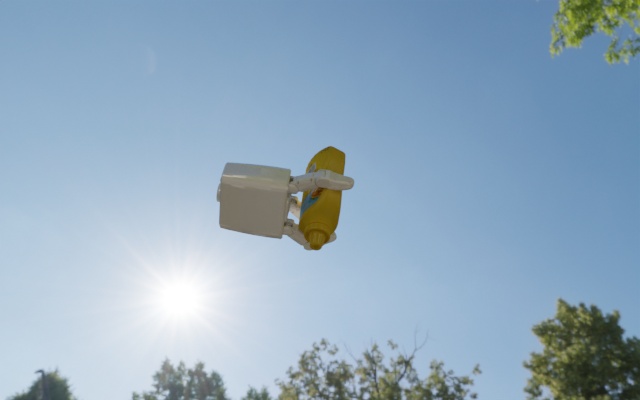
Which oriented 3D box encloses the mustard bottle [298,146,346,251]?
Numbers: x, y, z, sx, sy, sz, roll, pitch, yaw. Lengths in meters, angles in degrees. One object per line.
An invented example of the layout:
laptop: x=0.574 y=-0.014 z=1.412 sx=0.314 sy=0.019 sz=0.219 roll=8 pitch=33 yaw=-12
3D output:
mustard bottle: x=0.000 y=0.002 z=0.785 sx=0.058 sy=0.191 sz=0.096 roll=26 pitch=-48 yaw=-18
